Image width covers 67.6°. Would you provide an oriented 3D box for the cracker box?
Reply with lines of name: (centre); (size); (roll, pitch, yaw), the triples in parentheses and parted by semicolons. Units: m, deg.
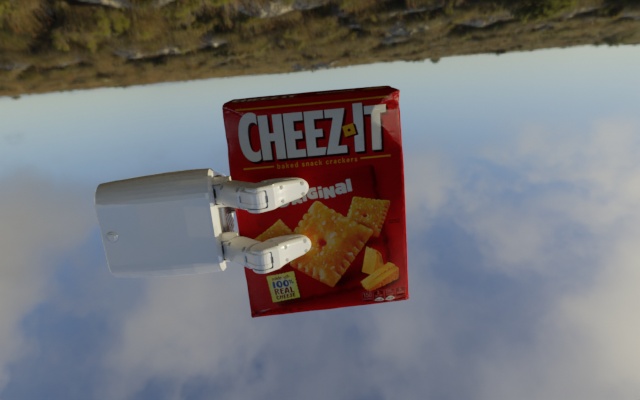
cracker box: (0.000, 0.002, 0.478); (0.164, 0.214, 0.072); (-5, 16, -1)
